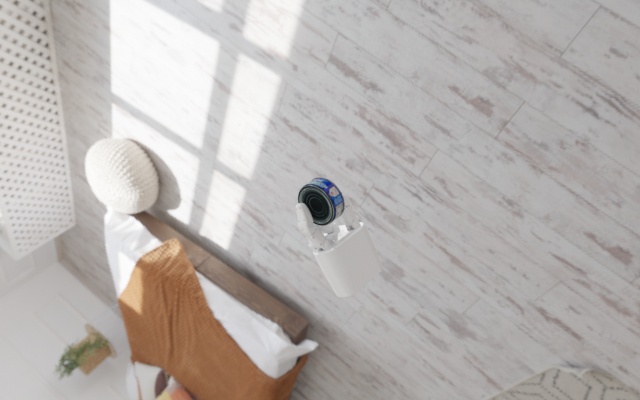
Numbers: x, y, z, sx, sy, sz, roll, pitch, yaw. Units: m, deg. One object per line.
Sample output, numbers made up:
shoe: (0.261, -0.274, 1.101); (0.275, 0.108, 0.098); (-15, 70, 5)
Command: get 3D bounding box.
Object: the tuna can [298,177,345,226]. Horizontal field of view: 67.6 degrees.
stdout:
tuna can: (0.000, 0.003, 0.877); (0.086, 0.086, 0.033); (0, 25, 40)
